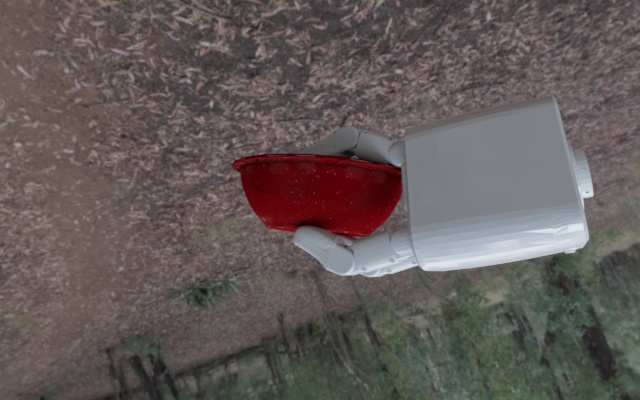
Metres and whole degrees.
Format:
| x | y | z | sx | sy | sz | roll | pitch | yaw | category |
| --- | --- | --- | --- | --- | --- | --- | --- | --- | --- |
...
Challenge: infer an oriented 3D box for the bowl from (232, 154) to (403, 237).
| x | y | z | sx | sy | sz | roll | pitch | yaw | category |
| --- | --- | --- | --- | --- | --- | --- | --- | --- | --- |
| -0.001 | 0.002 | 0.428 | 0.162 | 0.055 | 0.162 | 5 | -6 | 1 | bowl |
